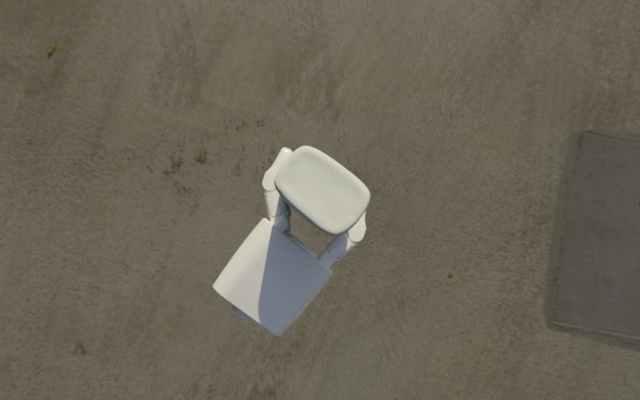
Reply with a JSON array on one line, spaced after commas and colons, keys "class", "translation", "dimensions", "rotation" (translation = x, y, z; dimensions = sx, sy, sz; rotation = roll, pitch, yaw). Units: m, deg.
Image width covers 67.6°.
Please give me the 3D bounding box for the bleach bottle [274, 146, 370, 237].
[{"class": "bleach bottle", "translation": [0.000, 0.002, 0.613], "dimensions": [0.102, 0.068, 0.251], "rotation": [39, -5, 4]}]
